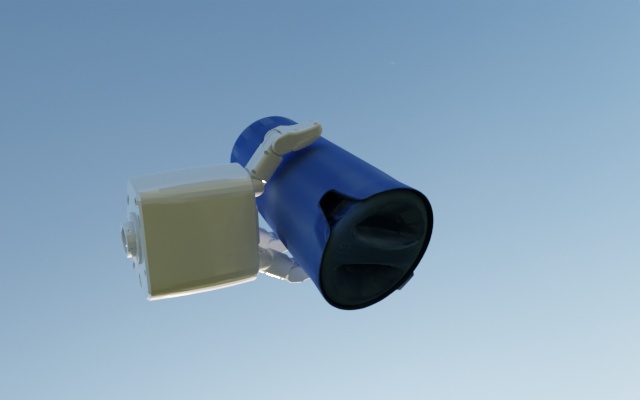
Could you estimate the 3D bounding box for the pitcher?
[{"bbox_3d":[0.000,0.002,0.529,0.145,0.149,0.242,-11,33,-30],"label":"pitcher"}]
